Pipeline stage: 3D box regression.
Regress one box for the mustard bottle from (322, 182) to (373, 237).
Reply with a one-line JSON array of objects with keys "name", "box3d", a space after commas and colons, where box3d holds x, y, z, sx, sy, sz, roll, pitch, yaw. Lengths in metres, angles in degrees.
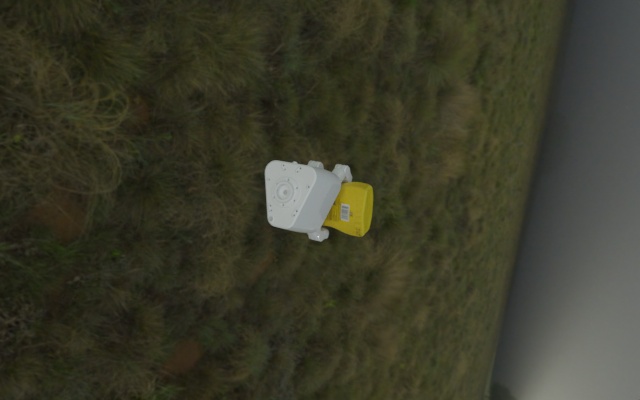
[{"name": "mustard bottle", "box3d": [0.001, 0.003, 0.897, 0.191, 0.096, 0.058, 11, 24, 23]}]
